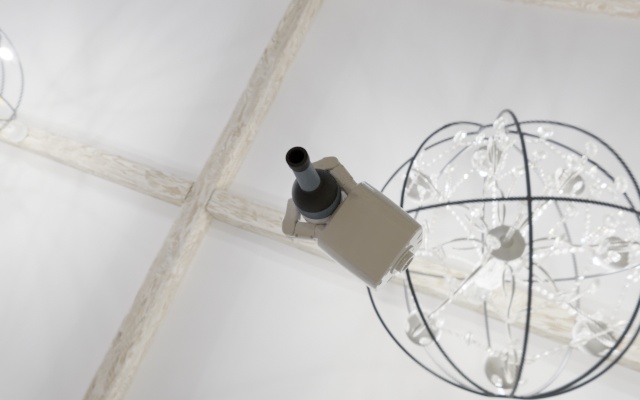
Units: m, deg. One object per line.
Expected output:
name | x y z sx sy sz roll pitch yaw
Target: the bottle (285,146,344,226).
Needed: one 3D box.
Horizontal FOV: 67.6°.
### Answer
bottle | 0.000 0.002 0.689 0.069 0.069 0.296 0 -21 12
